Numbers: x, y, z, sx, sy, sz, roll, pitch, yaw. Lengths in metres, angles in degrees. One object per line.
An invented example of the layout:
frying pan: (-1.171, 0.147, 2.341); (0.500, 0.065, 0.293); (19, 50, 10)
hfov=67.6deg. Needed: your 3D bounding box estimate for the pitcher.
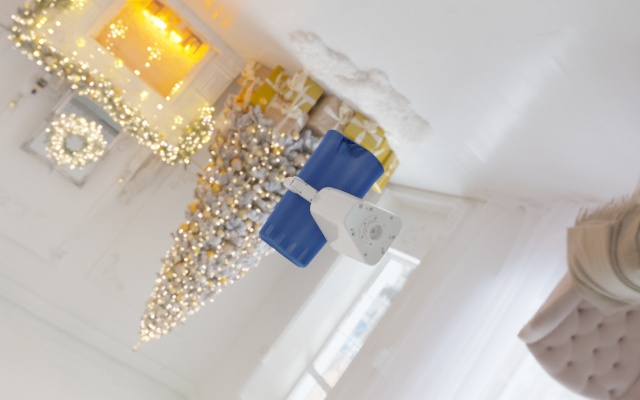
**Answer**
pitcher: (0.000, 0.003, 0.893); (0.149, 0.243, 0.145); (42, -10, -29)
